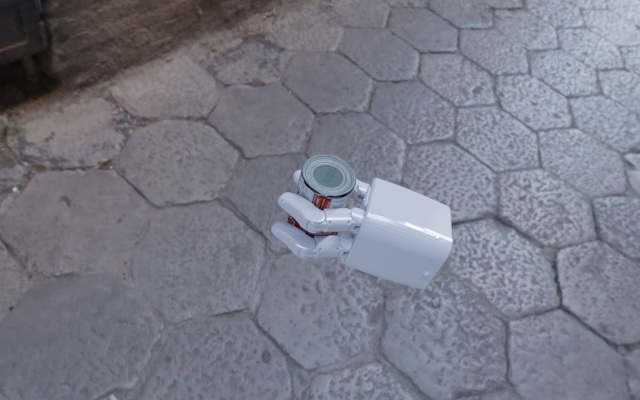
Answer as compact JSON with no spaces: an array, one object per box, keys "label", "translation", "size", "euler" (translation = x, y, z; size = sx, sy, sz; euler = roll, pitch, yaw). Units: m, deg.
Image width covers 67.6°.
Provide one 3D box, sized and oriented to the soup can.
[{"label":"soup can","translation":[0.000,0.001,0.590],"size":[0.068,0.068,0.102],"euler":[0,-39,-15]}]
